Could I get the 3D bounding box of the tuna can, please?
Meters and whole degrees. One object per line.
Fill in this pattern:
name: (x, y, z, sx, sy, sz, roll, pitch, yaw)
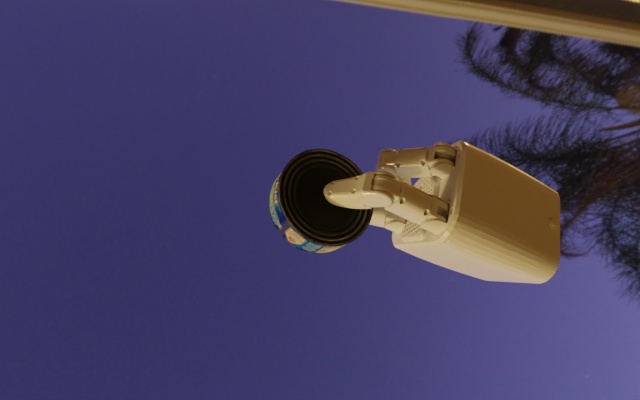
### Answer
tuna can: (0.000, 0.001, 0.409, 0.086, 0.086, 0.034, 0, -19, -24)
